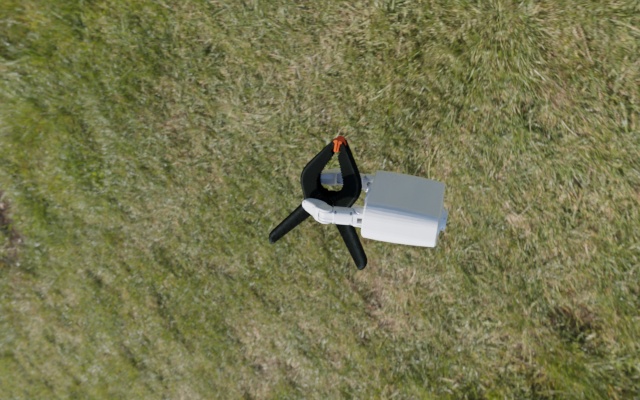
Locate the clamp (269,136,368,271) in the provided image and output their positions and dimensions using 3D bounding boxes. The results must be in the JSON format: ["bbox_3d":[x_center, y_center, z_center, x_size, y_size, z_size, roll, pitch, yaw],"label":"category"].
[{"bbox_3d":[0.000,0.002,0.736,0.164,0.210,0.036,8,23,11],"label":"clamp"}]
